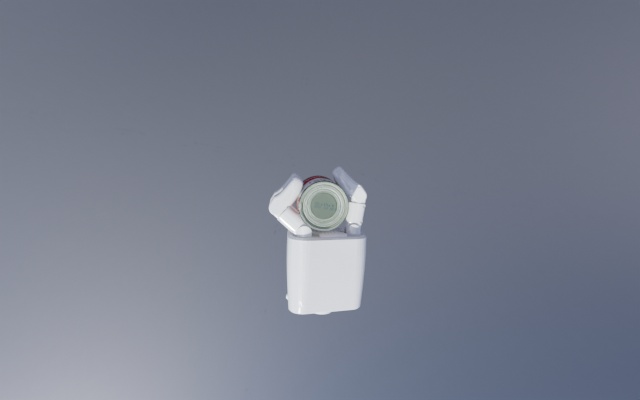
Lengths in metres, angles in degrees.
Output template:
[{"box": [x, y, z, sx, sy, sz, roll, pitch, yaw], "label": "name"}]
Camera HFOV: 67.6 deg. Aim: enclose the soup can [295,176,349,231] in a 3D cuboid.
[{"box": [0.000, 0.002, 0.662, 0.068, 0.068, 0.102, 0, 6, -5], "label": "soup can"}]
